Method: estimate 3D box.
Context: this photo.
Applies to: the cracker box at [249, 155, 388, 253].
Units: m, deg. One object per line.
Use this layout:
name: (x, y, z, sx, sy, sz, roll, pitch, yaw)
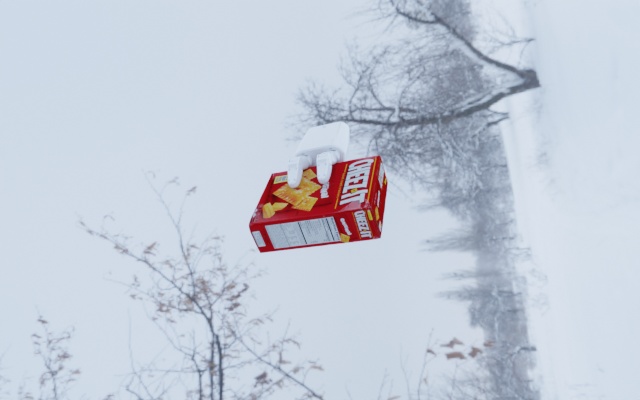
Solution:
cracker box: (0.000, 0.003, 0.826, 0.214, 0.072, 0.164, -9, 33, 19)
